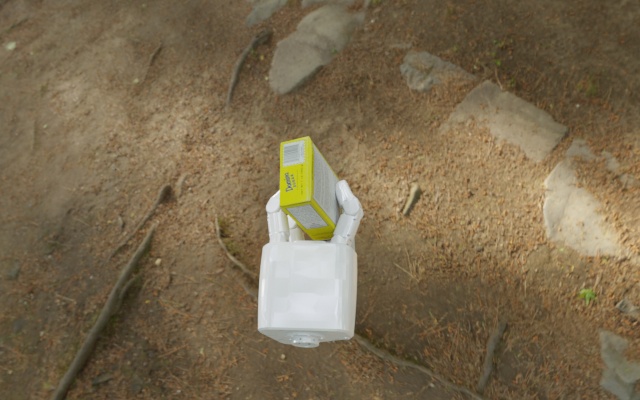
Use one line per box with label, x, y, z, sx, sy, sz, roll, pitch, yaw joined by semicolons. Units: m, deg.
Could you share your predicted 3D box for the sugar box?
sugar box;0.000;0.002;0.635;0.048;0.093;0.176;-9;-30;16
